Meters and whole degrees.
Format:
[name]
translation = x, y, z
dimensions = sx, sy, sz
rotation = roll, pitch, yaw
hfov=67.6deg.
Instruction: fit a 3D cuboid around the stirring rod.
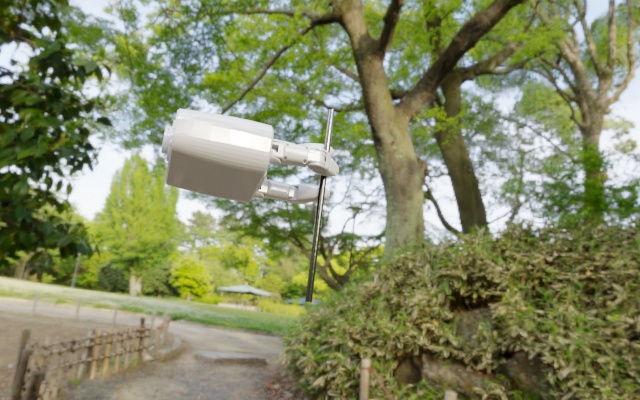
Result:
[stirring rod]
translation = 0.000, 0.002, 0.582
dimensions = 0.011, 0.239, 0.011
rotation = 7, -12, 1
